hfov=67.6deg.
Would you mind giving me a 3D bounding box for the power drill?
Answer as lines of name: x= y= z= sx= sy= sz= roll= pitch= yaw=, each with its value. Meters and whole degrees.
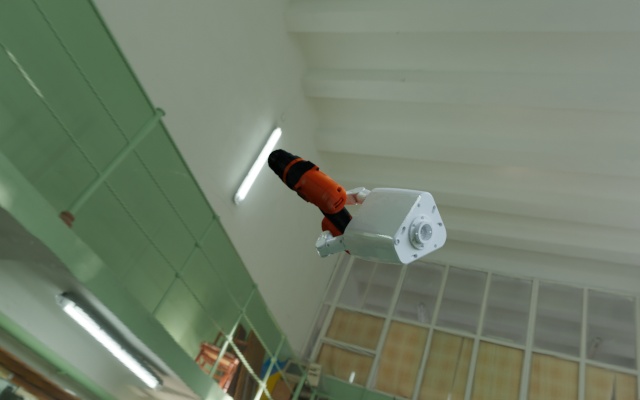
power drill: x=0.001 y=0.003 z=0.801 sx=0.184 sy=0.057 sz=0.188 roll=39 pitch=-8 yaw=44
